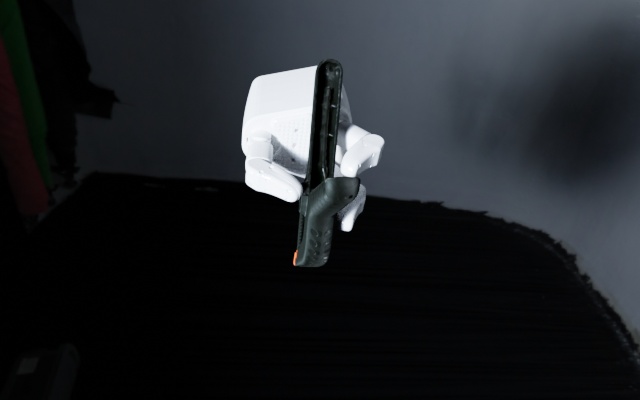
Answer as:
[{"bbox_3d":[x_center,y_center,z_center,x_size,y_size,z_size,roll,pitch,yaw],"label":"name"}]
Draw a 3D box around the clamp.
[{"bbox_3d":[-0.001,0.002,0.437,0.036,0.210,0.164,4,39,-7],"label":"clamp"}]
